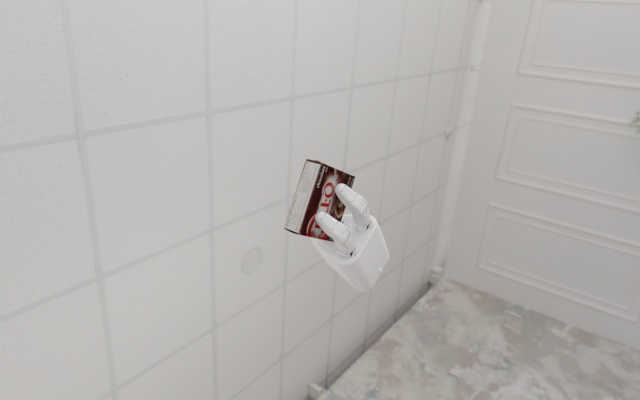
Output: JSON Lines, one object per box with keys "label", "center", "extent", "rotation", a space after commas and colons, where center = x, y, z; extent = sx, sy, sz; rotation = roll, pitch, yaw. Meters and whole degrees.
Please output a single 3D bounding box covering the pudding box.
{"label": "pudding box", "center": [0.000, 0.002, 0.729], "extent": [0.039, 0.113, 0.090], "rotation": [15, -1, 37]}
